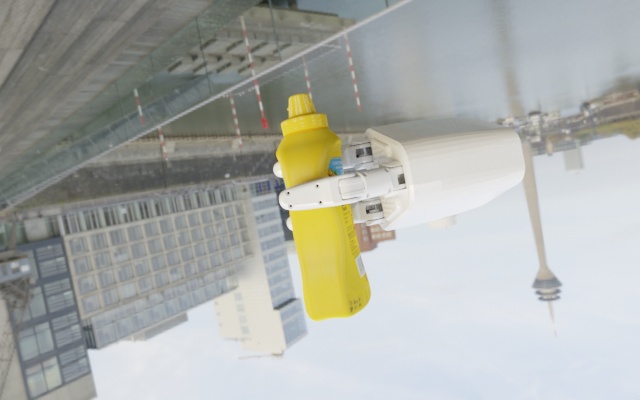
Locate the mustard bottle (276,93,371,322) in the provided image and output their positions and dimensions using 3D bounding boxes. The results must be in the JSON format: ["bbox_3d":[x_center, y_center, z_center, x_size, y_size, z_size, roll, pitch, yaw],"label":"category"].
[{"bbox_3d":[0.000,0.002,0.423,0.058,0.191,0.096,-10,3,14],"label":"mustard bottle"}]
